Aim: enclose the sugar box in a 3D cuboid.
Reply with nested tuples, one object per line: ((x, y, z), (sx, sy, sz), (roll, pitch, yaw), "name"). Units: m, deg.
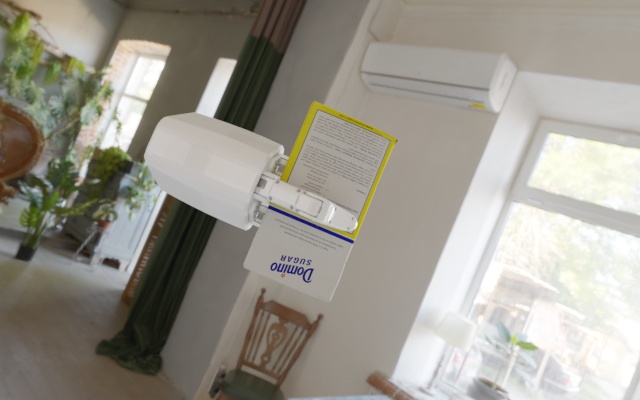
((0.000, 0.001, 0.478), (0.093, 0.176, 0.048), (24, -1, -1), "sugar box")
